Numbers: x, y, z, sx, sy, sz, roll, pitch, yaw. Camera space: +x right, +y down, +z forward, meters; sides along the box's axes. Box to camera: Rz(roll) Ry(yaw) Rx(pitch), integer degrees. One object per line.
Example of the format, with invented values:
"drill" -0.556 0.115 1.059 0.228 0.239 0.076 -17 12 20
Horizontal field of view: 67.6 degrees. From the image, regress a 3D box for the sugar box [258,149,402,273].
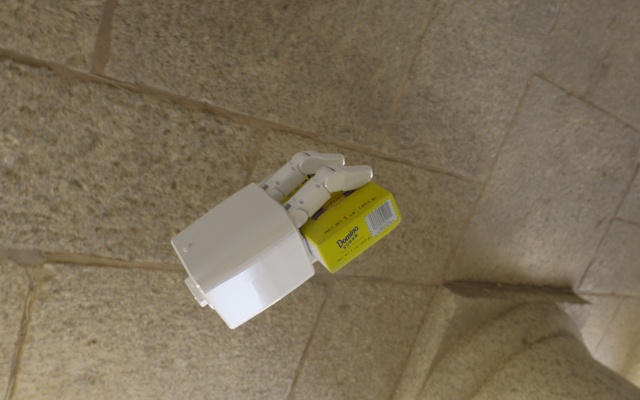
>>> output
"sugar box" 0.000 0.001 0.531 0.093 0.048 0.176 -34 35 -14
